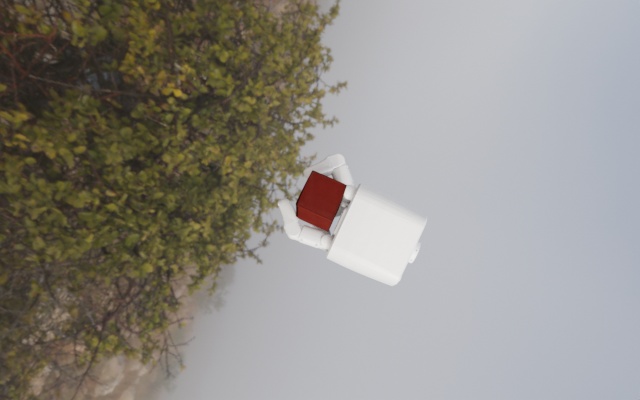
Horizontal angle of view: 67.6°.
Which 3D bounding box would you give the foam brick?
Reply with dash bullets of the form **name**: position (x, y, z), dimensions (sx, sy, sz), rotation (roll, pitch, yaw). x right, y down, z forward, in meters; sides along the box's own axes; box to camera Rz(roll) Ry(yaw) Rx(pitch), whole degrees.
- **foam brick**: position (0.000, 0.002, 0.643), dimensions (0.051, 0.053, 0.078), rotation (24, -14, 4)
